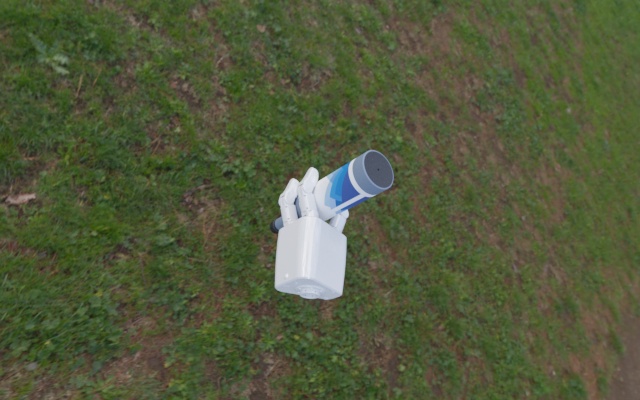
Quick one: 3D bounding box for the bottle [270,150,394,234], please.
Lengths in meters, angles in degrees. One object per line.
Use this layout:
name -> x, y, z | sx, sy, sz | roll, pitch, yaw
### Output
bottle -> 0.000, 0.003, 0.843 | 0.069, 0.069, 0.296 | 0, -20, -41
